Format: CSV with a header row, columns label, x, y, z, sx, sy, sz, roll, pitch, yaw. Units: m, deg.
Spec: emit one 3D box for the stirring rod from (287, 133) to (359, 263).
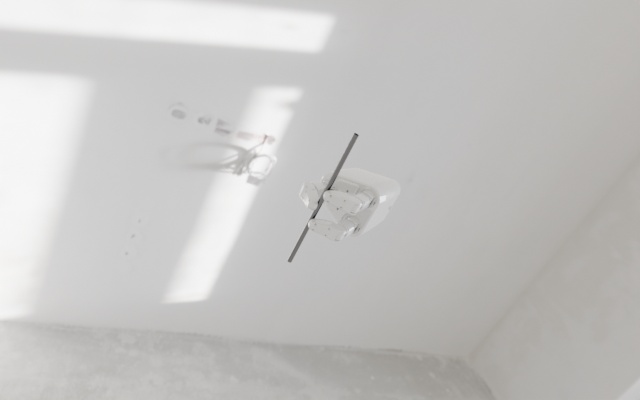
label,x,y,z,sx,sy,sz,roll,pitch,yaw
stirring rod,0.000,0.002,0.730,0.011,0.240,0.011,23,25,-11
